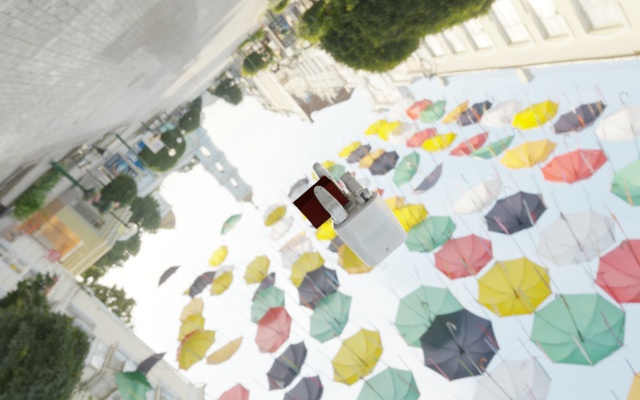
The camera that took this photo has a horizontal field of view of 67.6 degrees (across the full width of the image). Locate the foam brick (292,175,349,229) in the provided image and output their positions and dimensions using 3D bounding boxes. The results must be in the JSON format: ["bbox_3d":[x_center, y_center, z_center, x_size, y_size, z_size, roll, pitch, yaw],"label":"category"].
[{"bbox_3d":[0.000,0.003,0.833,0.078,0.051,0.053,-41,21,-2],"label":"foam brick"}]
